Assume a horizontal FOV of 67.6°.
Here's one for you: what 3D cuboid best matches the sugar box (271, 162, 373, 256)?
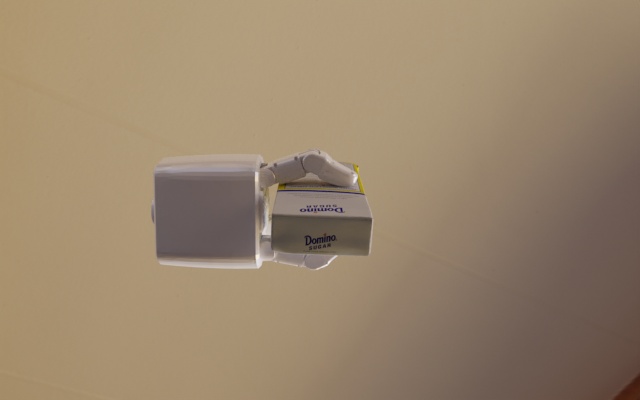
[{"bbox_3d":[0.000,0.002,0.508,0.093,0.048,0.176,3,23,-1],"label":"sugar box"}]
